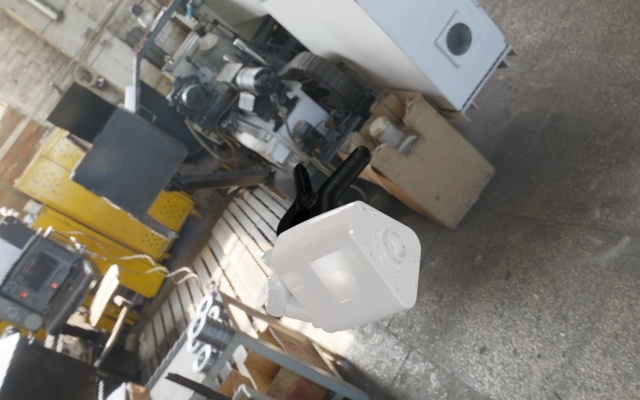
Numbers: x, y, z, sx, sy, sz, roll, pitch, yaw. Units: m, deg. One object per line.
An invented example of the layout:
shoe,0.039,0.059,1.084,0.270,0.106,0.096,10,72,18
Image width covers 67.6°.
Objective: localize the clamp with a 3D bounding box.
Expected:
clamp,0.000,0.002,0.572,0.120,0.171,0.039,-24,-51,37
